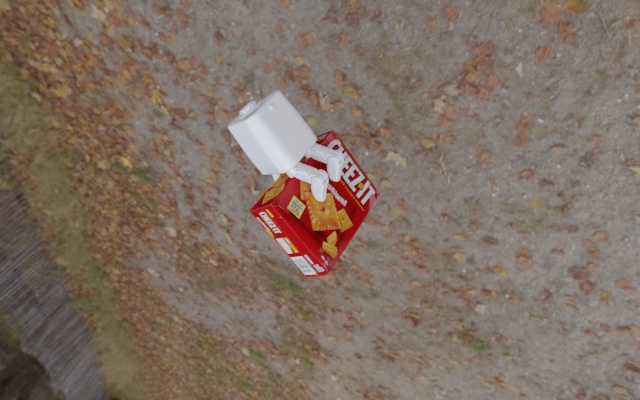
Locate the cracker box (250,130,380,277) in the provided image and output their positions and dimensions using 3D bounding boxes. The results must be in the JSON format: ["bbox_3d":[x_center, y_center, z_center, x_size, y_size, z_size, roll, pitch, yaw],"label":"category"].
[{"bbox_3d":[0.000,0.003,0.849,0.072,0.164,0.213,-15,30,47],"label":"cracker box"}]
